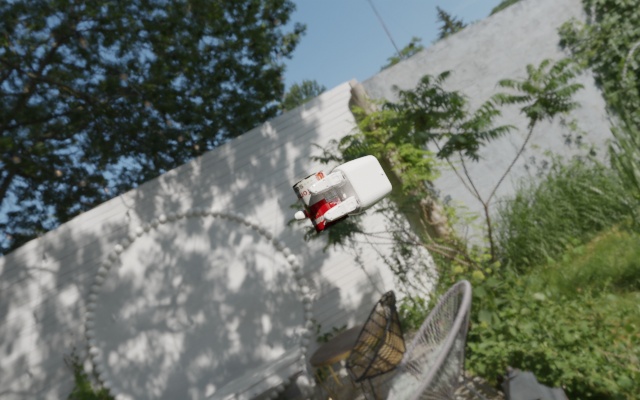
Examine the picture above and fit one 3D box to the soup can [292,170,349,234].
[{"bbox_3d":[0.000,0.003,0.890,0.068,0.102,0.068,-29,-3,-2],"label":"soup can"}]
